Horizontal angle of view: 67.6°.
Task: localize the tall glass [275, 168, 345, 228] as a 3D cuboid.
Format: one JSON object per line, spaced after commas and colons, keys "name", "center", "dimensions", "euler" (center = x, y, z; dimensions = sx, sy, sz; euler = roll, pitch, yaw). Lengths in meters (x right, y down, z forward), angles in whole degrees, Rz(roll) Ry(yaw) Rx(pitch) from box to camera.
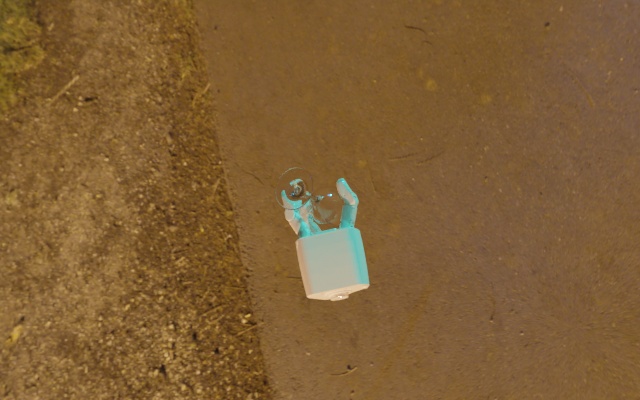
{"name": "tall glass", "center": [0.000, 0.003, 0.893], "dimensions": [0.079, 0.079, 0.201], "euler": [0, -13, 28]}
